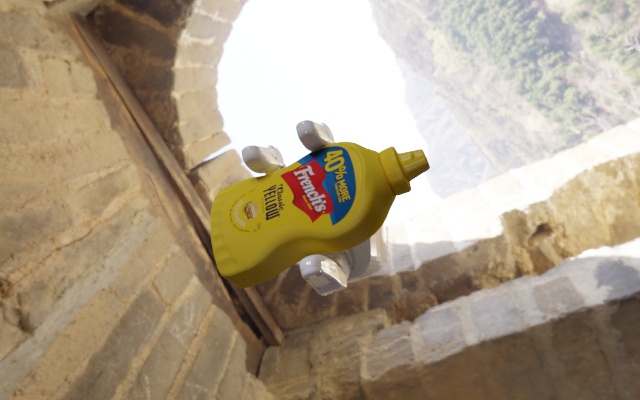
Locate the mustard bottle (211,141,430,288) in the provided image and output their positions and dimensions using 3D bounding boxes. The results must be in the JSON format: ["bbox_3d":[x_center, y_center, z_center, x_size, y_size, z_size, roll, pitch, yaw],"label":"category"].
[{"bbox_3d":[0.000,0.001,0.409,0.191,0.096,0.058,-22,-39,15],"label":"mustard bottle"}]
